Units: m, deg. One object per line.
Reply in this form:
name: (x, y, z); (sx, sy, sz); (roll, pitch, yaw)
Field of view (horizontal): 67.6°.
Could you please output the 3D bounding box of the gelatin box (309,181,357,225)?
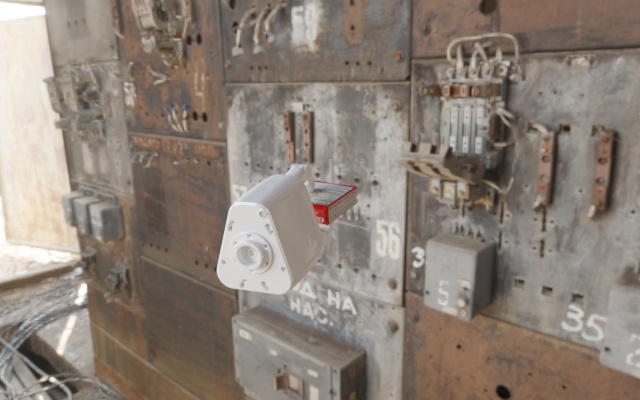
gelatin box: (0.000, 0.002, 0.672); (0.073, 0.030, 0.089); (9, 25, 30)
